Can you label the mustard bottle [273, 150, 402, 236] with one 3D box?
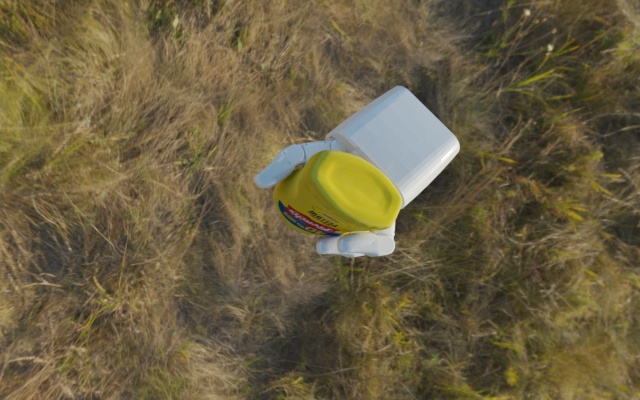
[{"bbox_3d":[0.000,0.002,0.516,0.096,0.058,0.191,29,-17,-16],"label":"mustard bottle"}]
